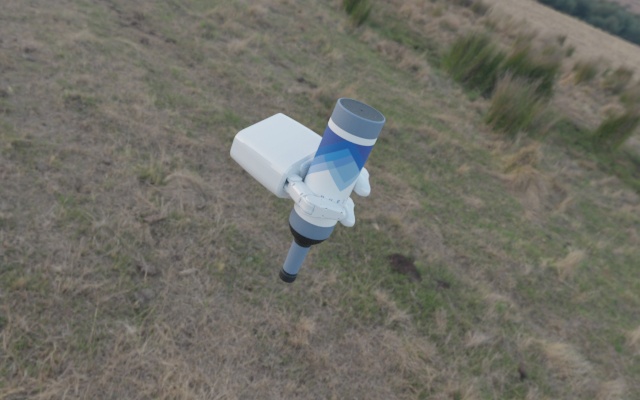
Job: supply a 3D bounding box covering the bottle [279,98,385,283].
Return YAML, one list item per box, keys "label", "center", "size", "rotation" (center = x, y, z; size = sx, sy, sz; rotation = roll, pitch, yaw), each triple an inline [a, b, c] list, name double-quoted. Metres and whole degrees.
- label: "bottle"
  center: [0.000, 0.002, 0.681]
  size: [0.069, 0.296, 0.069]
  rotation: [18, 29, -11]
